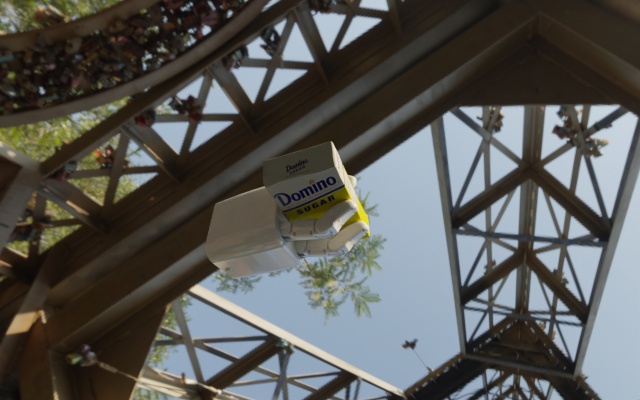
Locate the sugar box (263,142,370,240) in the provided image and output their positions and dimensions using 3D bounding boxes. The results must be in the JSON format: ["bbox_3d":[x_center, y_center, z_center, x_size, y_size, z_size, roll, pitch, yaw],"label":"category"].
[{"bbox_3d":[0.000,0.003,0.634,0.093,0.048,0.176,-15,-34,12],"label":"sugar box"}]
